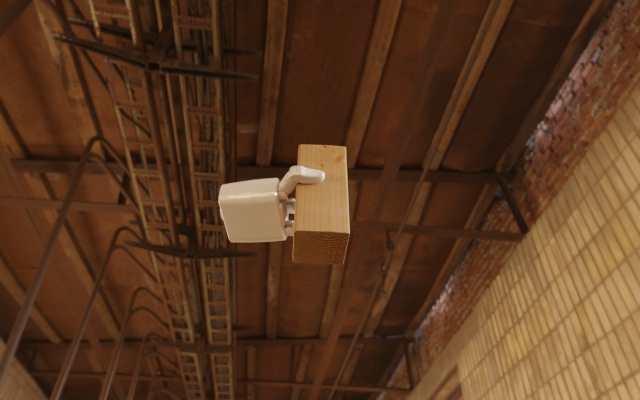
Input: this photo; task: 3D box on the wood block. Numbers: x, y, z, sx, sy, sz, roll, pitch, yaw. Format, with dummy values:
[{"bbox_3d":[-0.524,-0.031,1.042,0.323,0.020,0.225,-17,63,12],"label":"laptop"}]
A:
[{"bbox_3d":[0.000,0.002,0.850,0.090,0.206,0.091,3,-42,-3],"label":"wood block"}]
